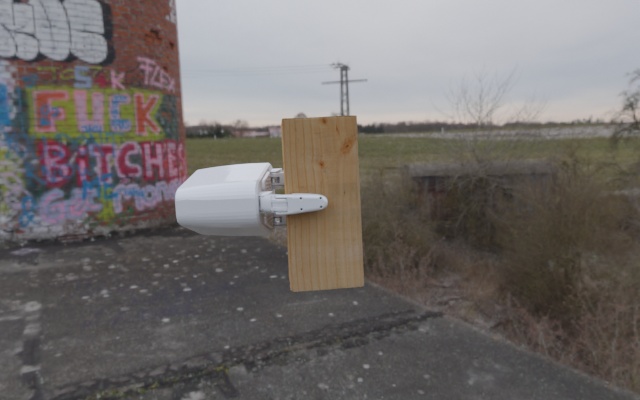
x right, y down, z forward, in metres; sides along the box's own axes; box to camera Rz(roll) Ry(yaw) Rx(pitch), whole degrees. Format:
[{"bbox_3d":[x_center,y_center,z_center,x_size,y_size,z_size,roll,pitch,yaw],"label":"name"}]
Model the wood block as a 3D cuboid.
[{"bbox_3d":[0.000,0.002,0.606,0.090,0.206,0.091,-3,4,-5],"label":"wood block"}]
